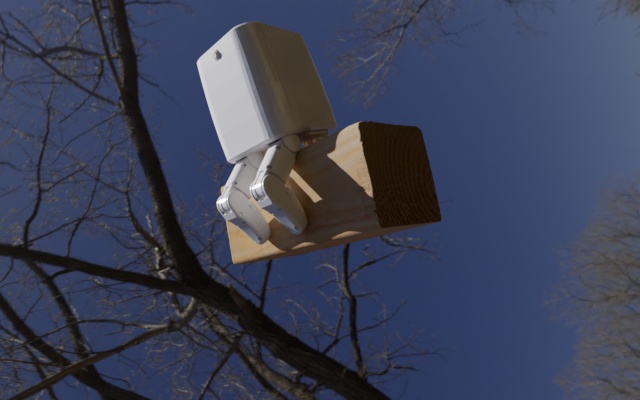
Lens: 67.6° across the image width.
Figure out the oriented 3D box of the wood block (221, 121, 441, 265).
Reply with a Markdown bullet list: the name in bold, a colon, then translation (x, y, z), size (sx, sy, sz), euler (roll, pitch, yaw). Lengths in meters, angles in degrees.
- **wood block**: translation (0.000, 0.001, 0.471), size (0.091, 0.090, 0.206), euler (-4, -10, -44)
